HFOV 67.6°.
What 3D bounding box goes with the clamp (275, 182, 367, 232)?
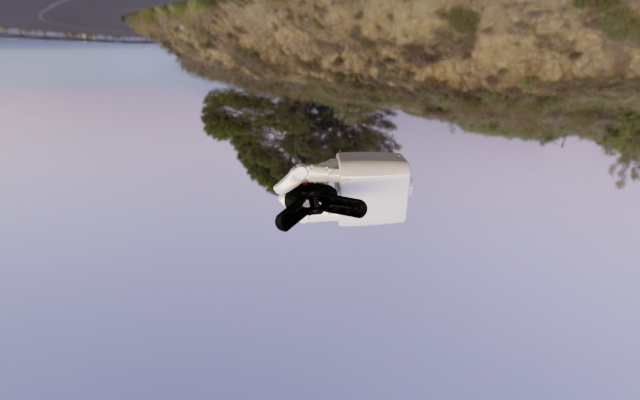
[{"bbox_3d":[0.000,0.003,0.679,0.120,0.039,0.171,-2,17,-1],"label":"clamp"}]
